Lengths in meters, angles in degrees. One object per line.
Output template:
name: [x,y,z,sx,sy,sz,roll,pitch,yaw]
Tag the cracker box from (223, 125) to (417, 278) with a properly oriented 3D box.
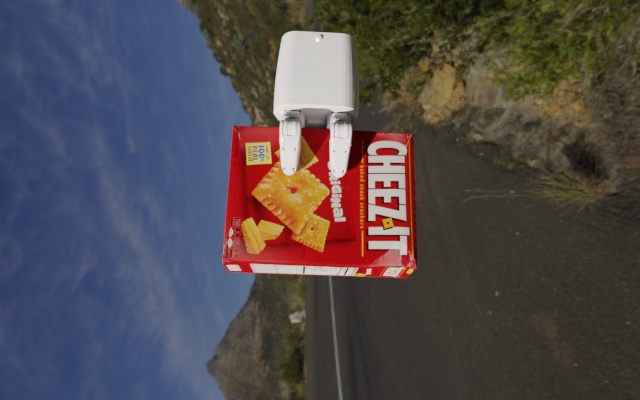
cracker box: [0.000,0.002,0.558,0.214,0.164,0.072,2,-17,-1]
